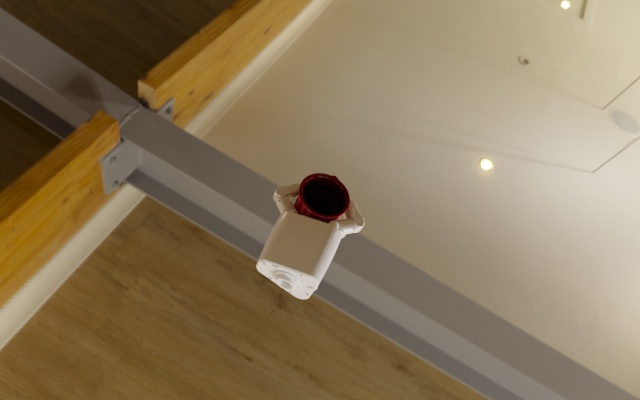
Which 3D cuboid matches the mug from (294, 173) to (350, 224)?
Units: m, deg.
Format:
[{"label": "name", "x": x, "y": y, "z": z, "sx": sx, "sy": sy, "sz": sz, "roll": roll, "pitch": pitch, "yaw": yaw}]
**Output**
[{"label": "mug", "x": 0.001, "y": 0.002, "z": 0.867, "sx": 0.093, "sy": 0.117, "sz": 0.081, "roll": 28, "pitch": -37, "yaw": -1}]
